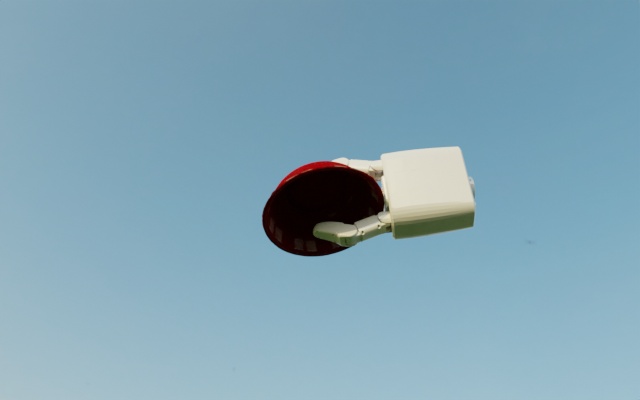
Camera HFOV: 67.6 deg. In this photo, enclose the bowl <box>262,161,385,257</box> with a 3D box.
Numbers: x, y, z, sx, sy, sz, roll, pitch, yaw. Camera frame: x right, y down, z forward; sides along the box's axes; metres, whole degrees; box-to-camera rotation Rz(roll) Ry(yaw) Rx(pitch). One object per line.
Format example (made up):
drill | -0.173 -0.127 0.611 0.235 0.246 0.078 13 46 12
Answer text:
bowl | -0.001 0.002 0.636 0.162 0.162 0.055 0 42 -16
